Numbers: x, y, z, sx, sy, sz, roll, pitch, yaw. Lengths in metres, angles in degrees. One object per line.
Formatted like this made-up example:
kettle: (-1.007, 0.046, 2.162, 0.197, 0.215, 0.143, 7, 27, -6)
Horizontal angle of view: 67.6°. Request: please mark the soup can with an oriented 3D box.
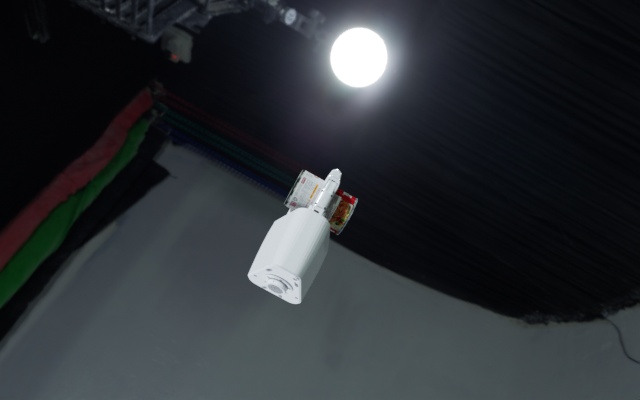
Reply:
soup can: (0.000, 0.002, 0.780, 0.102, 0.068, 0.068, 29, -2, -3)
